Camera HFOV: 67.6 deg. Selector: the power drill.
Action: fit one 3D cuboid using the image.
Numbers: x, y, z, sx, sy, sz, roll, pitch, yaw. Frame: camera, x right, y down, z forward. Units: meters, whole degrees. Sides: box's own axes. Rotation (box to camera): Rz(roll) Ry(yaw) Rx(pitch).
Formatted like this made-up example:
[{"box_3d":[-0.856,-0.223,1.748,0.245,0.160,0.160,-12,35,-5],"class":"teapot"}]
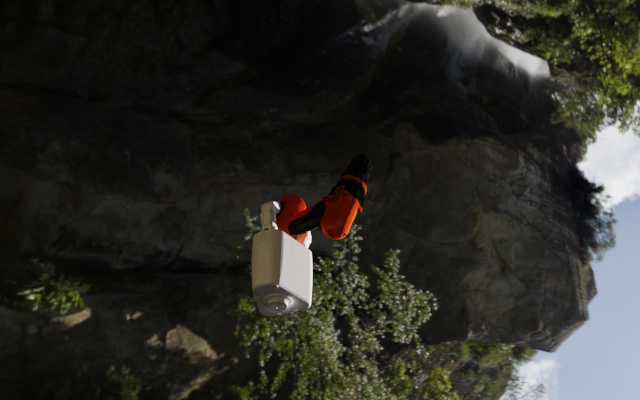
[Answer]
[{"box_3d":[0.000,0.003,0.861,0.188,0.184,0.057,-20,-58,42],"class":"power drill"}]
